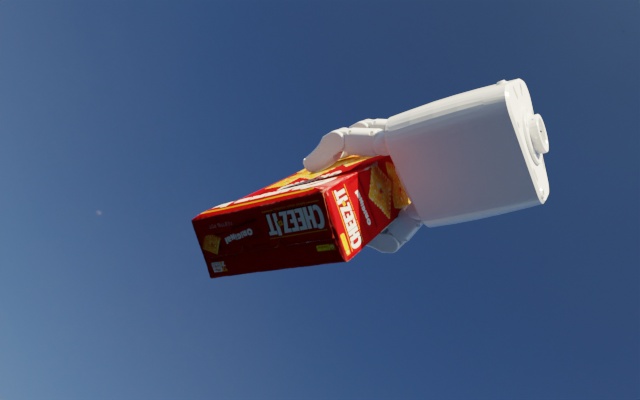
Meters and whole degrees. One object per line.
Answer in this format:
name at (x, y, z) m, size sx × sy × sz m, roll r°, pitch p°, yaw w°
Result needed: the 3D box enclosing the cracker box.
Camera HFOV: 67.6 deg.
cracker box at (0.000, 0.002, 0.504) m, size 0.164 × 0.072 × 0.213 m, roll -13°, pitch 10°, yaw 35°
